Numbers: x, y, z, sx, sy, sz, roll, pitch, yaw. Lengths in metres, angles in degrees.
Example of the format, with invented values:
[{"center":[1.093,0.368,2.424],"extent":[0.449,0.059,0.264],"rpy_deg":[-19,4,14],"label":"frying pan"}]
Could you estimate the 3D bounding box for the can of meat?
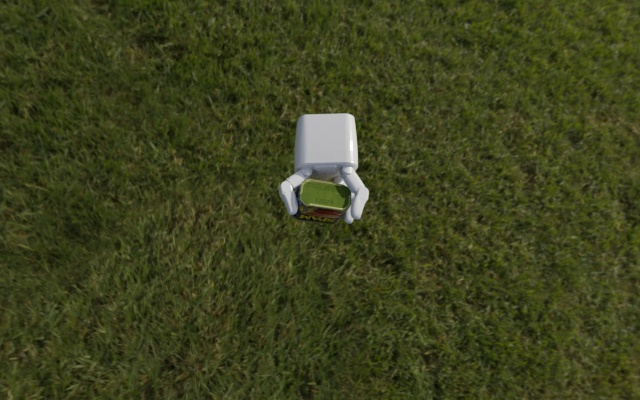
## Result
[{"center":[0.000,0.003,0.886],"extent":[0.102,0.057,0.084],"rpy_deg":[8,-21,-12],"label":"can of meat"}]
